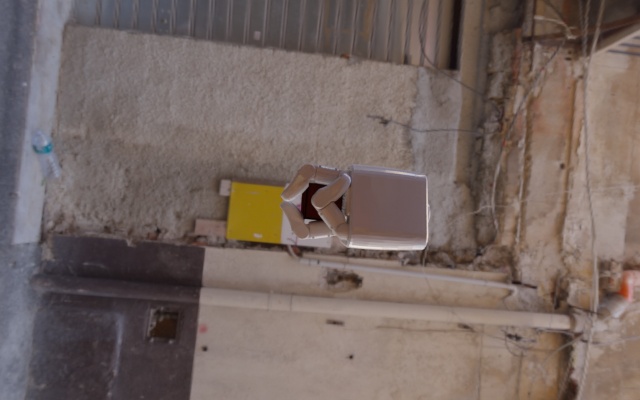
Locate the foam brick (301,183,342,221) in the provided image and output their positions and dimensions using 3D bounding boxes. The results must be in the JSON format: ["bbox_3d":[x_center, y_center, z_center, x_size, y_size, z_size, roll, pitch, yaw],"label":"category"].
[{"bbox_3d":[0.000,0.002,0.691,0.051,0.053,0.078,4,1,-6],"label":"foam brick"}]
